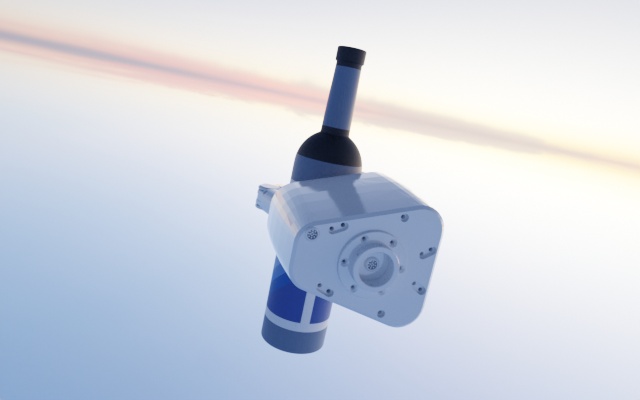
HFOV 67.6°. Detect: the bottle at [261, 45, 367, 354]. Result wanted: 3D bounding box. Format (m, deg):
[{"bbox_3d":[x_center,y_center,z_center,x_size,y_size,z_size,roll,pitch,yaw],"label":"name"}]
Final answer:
[{"bbox_3d":[0.000,0.002,0.469,0.069,0.296,0.069,11,12,-2],"label":"bottle"}]
